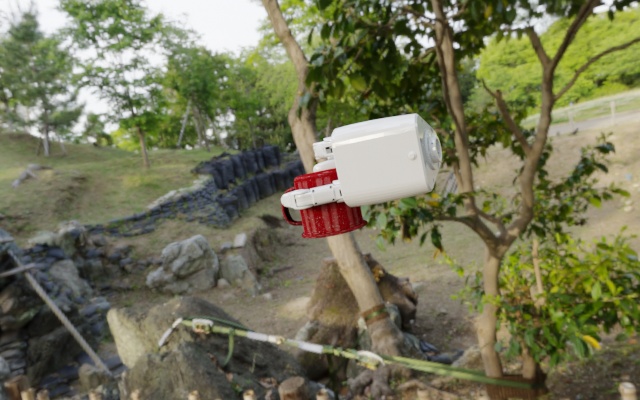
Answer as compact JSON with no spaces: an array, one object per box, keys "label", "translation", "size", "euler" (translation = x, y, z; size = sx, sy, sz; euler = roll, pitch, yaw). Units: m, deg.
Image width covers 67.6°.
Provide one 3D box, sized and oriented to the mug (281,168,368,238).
[{"label":"mug","translation":[-0.001,0.002,0.656],"size":[0.117,0.081,0.093],"euler":[-9,7,24]}]
